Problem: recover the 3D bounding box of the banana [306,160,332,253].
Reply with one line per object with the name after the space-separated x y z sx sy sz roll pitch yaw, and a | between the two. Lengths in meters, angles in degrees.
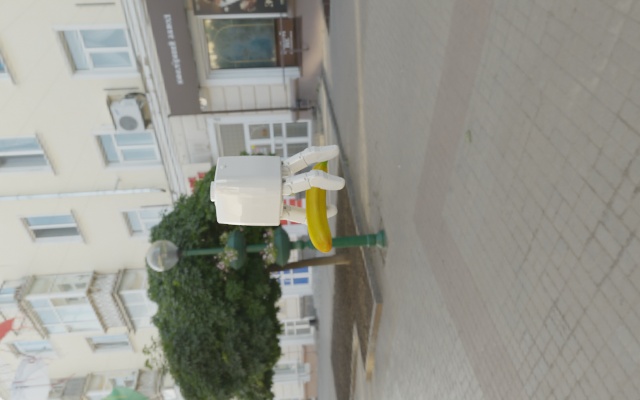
-0.004 0.010 0.794 0.037 0.197 0.070 5 -35 -10 | banana
